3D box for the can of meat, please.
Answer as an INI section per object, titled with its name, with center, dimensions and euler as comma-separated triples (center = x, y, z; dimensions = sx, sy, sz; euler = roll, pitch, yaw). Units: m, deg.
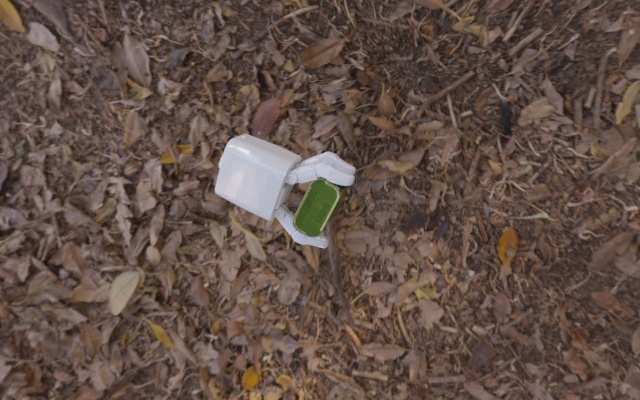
[can of meat]
center = 0.000, 0.003, 0.775
dimensions = 0.057, 0.102, 0.084
euler = 28, 18, 3
